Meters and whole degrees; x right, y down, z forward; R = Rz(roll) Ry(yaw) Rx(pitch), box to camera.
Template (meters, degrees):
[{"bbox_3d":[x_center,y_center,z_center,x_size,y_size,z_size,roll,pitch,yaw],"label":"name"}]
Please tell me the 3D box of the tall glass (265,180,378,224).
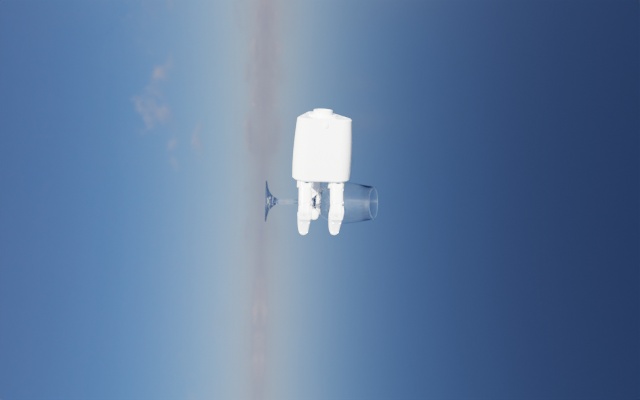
[{"bbox_3d":[-0.001,0.003,0.867,0.201,0.079,0.079,1,0,-7],"label":"tall glass"}]
